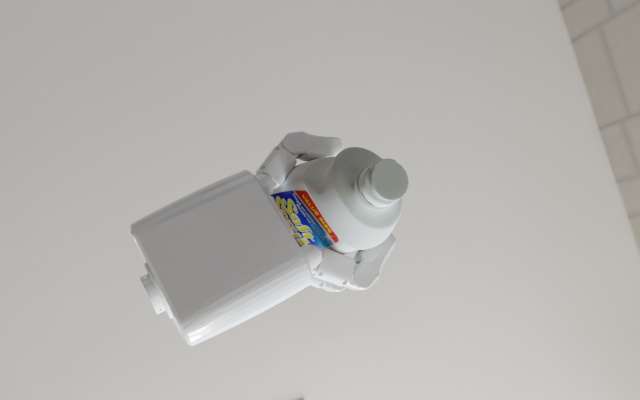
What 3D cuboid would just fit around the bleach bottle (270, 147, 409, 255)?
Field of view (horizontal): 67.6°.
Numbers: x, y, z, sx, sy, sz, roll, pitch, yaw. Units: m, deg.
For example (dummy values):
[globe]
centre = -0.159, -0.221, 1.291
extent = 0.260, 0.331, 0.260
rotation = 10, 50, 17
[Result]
[bleach bottle]
centre = 0.000, 0.001, 0.432
extent = 0.068, 0.102, 0.251
rotation = -25, -1, -23
